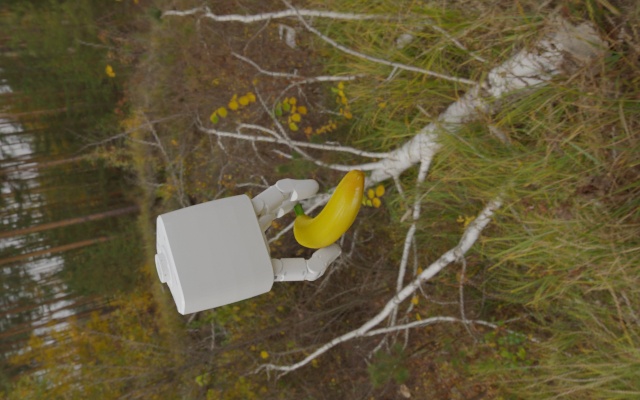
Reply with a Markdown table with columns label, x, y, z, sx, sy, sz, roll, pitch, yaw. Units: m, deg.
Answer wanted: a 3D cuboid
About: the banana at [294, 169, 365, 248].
| label | x | y | z | sx | sy | sz | roll | pitch | yaw |
| --- | --- | --- | --- | --- | --- | --- | --- | --- | --- |
| banana | 0.003 | 0.021 | 0.578 | 0.037 | 0.069 | 0.198 | -11 | -7 | -26 |
